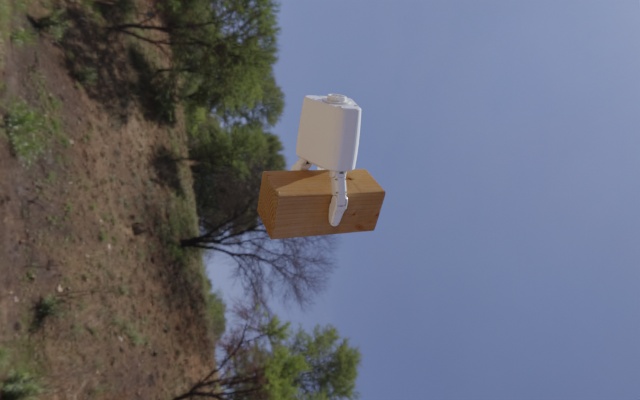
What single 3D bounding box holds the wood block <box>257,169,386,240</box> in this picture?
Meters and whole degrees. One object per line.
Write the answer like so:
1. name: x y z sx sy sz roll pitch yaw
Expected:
1. wood block: 0.000 0.003 0.869 0.206 0.090 0.090 -3 35 -24
